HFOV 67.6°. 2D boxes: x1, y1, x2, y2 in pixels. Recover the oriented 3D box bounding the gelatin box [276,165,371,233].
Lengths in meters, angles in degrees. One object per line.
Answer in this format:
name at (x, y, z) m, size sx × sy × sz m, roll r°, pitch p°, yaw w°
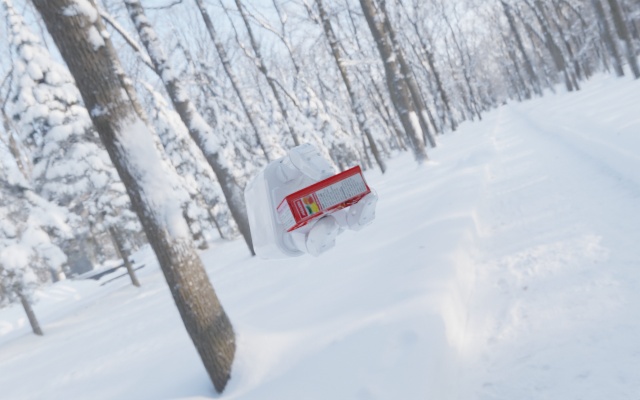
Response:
gelatin box at (0.000, 0.001, 0.453) m, size 0.073 × 0.030 × 0.089 m, roll -23°, pitch -4°, yaw -13°
